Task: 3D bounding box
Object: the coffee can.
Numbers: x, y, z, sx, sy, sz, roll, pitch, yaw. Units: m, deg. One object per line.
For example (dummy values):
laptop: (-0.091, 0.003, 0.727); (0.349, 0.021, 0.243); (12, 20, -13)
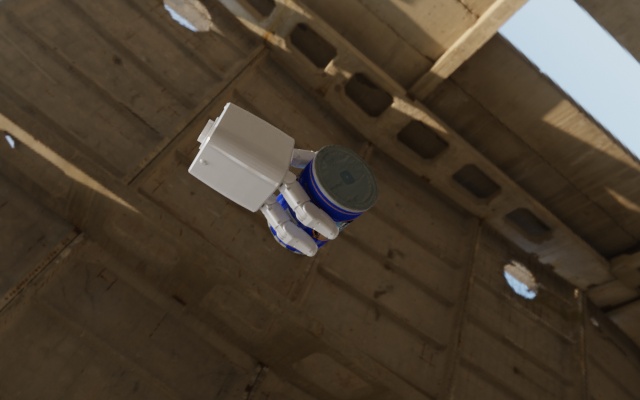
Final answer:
coffee can: (0.000, 0.002, 0.681); (0.103, 0.102, 0.140); (0, -29, -36)
